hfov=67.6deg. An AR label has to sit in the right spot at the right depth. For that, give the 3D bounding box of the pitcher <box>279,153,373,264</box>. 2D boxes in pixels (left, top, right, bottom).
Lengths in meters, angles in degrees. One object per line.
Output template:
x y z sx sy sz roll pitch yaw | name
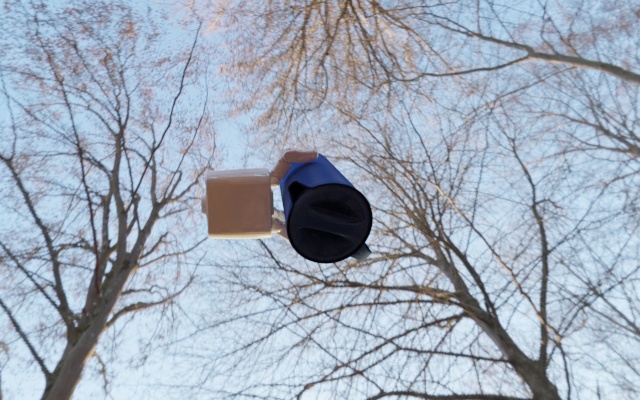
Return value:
0.000 0.003 0.822 0.145 0.149 0.242 -2 22 -10 | pitcher
